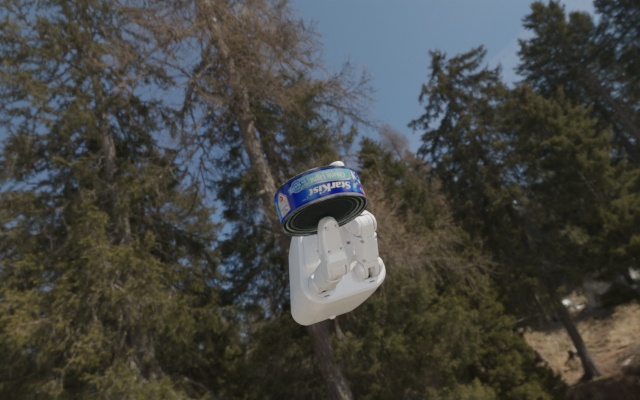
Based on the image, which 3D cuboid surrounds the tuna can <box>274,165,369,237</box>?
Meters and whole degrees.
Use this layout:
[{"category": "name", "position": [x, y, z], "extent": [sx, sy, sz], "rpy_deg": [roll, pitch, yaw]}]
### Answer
[{"category": "tuna can", "position": [0.000, 0.001, 0.456], "extent": [0.086, 0.033, 0.086], "rpy_deg": [-16, -22, -7]}]
